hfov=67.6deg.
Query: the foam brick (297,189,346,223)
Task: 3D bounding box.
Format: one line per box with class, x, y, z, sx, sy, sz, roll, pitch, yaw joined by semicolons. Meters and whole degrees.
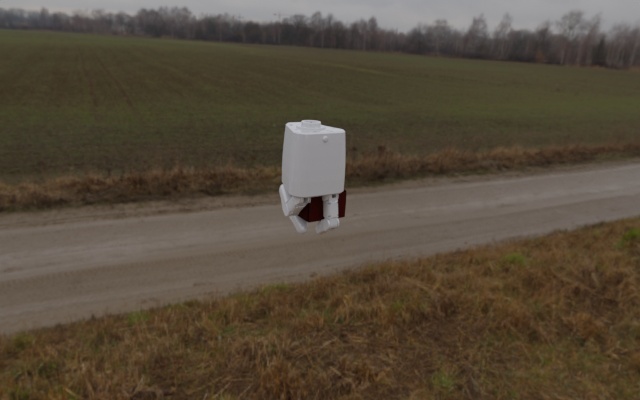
foam brick;0.000;0.003;0.846;0.078;0.051;0.053;-7;20;-30
